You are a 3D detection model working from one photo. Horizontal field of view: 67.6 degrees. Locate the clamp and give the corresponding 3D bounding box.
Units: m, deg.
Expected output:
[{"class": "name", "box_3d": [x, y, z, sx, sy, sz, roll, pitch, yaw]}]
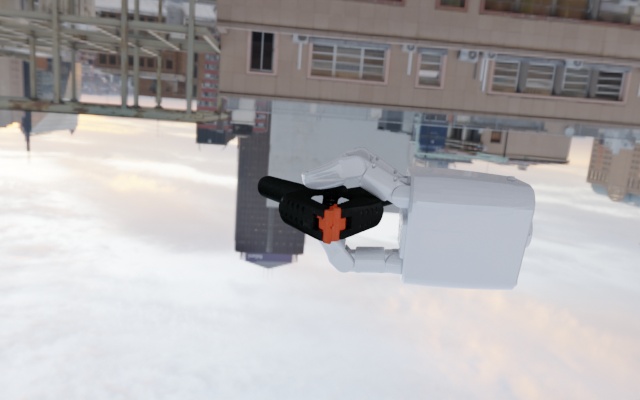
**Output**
[{"class": "clamp", "box_3d": [0.000, 0.002, 0.468, 0.164, 0.036, 0.210, 3, 10, 7]}]
